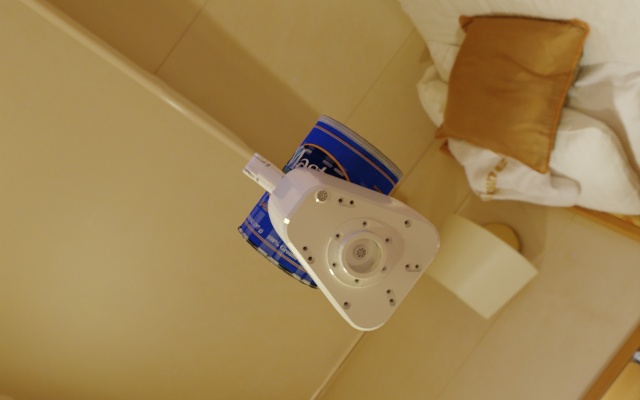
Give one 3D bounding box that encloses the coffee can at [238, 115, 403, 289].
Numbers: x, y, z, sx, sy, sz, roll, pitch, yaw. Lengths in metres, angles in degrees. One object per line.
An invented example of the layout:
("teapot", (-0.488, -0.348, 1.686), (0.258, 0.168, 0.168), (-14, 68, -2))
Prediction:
("coffee can", (0.000, 0.001, 0.479), (0.103, 0.140, 0.103), (37, 1, -1))
